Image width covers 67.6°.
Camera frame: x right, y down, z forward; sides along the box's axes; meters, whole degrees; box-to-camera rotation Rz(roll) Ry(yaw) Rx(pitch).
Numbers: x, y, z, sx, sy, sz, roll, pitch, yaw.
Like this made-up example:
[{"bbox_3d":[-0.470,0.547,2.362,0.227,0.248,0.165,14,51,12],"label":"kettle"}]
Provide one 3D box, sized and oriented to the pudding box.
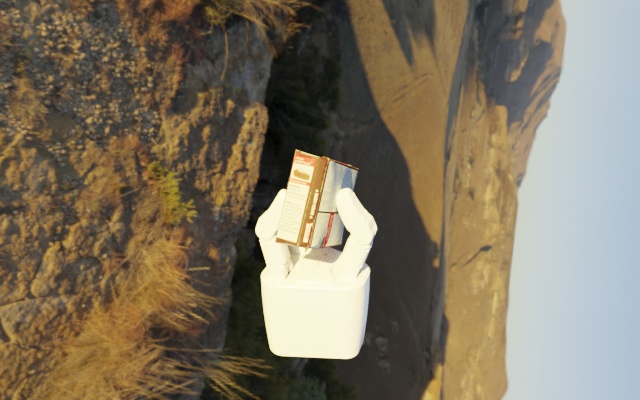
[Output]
[{"bbox_3d":[0.000,0.002,0.489,0.039,0.090,0.113,13,2,17],"label":"pudding box"}]
